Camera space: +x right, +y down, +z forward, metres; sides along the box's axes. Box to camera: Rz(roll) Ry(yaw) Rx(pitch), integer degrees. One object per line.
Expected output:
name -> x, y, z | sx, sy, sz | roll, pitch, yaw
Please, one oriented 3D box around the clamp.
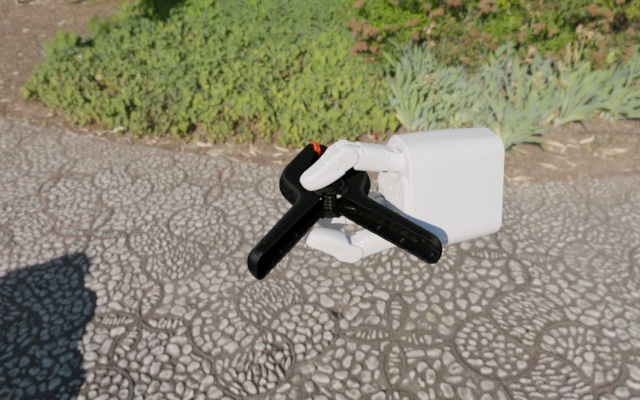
clamp -> 0.000, 0.001, 0.467 | 0.164, 0.036, 0.209 | -7, 34, -14
